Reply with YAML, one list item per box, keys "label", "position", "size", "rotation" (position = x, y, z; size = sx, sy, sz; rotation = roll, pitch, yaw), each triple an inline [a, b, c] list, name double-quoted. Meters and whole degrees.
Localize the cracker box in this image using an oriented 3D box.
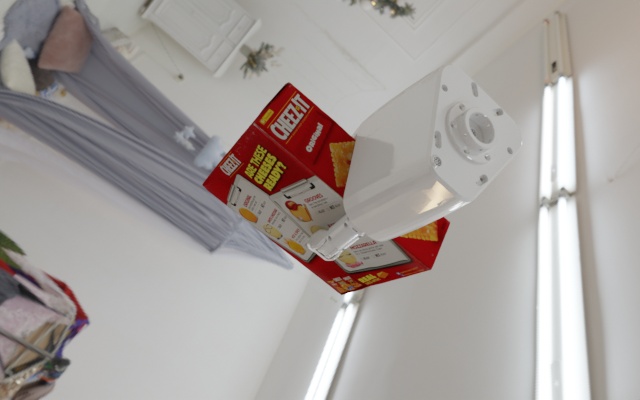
- label: "cracker box"
  position: [0.000, 0.002, 0.504]
  size: [0.214, 0.072, 0.164]
  rotation: [40, -33, -12]
